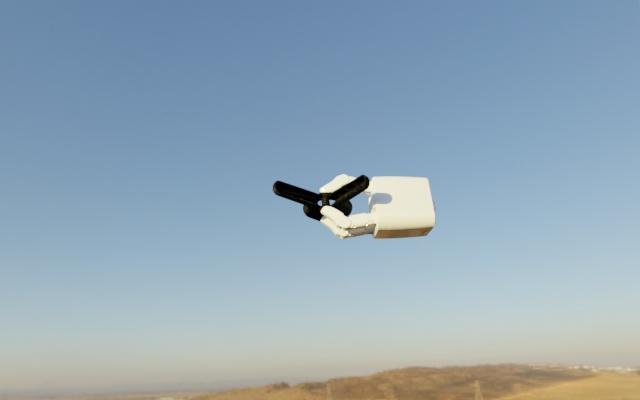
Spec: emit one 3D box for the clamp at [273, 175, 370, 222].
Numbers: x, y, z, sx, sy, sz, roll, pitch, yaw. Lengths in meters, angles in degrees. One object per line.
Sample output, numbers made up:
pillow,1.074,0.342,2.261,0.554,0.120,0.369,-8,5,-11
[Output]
clamp,0.000,0.002,0.888,0.164,0.036,0.210,0,-20,-1
